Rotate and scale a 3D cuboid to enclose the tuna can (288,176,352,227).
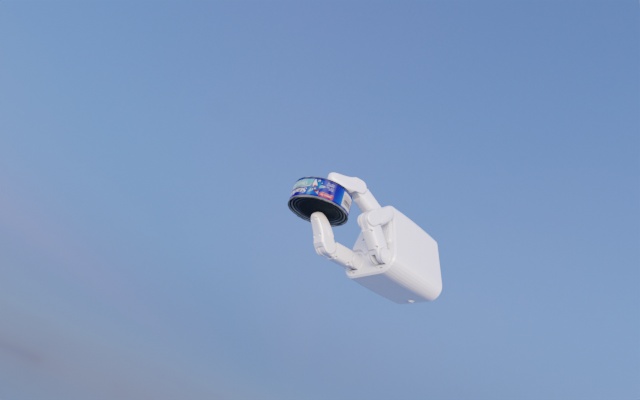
[{"bbox_3d":[0.000,0.002,0.661,0.086,0.033,0.086,14,-25,7],"label":"tuna can"}]
